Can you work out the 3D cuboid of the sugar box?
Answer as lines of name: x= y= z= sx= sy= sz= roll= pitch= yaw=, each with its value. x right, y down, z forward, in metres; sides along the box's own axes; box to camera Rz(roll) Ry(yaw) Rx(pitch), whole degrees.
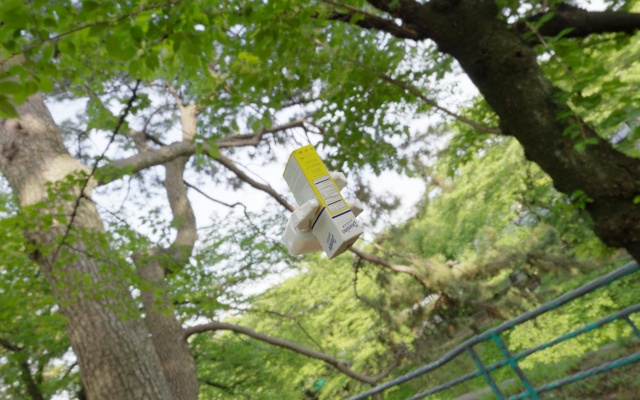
sugar box: x=0.000 y=0.002 z=0.797 sx=0.048 sy=0.176 sz=0.093 roll=-25 pitch=-16 yaw=-24
